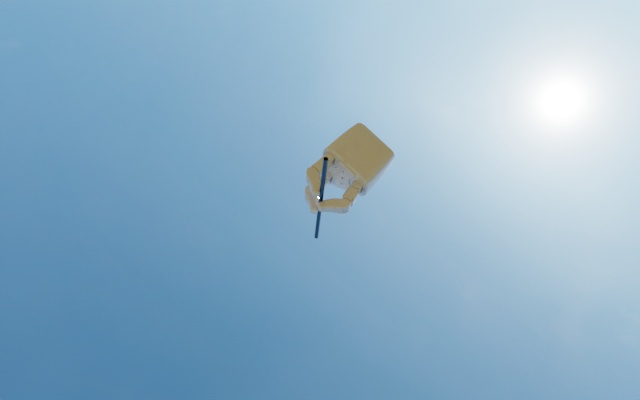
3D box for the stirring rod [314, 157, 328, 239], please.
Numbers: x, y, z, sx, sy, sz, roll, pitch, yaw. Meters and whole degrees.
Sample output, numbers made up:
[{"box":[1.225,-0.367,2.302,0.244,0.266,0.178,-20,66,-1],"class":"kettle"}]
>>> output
[{"box":[0.000,0.003,0.883,0.011,0.011,0.240,0,-37,-5],"class":"stirring rod"}]
